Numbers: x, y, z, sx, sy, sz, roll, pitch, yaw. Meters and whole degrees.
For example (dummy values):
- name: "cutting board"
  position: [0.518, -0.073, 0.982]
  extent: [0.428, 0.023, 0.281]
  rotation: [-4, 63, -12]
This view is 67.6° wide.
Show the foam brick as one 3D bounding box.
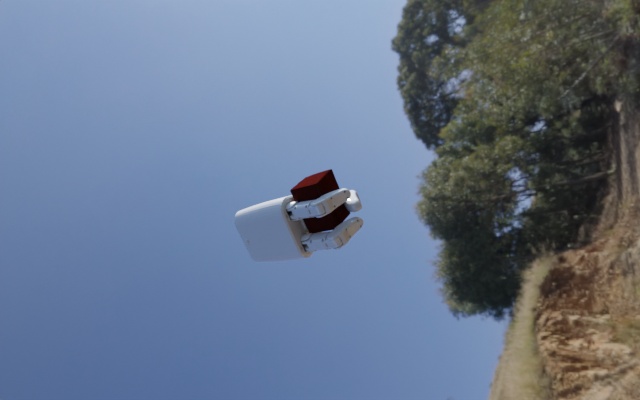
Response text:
- name: "foam brick"
  position: [0.000, 0.002, 0.715]
  extent: [0.051, 0.078, 0.053]
  rotation: [-12, 19, 35]
